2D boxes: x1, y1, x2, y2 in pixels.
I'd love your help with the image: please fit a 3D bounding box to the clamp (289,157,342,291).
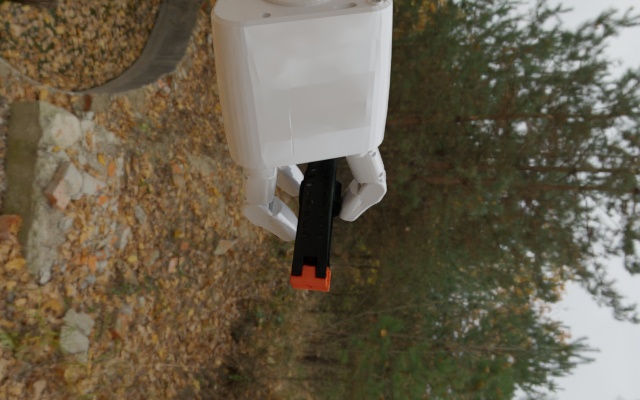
[{"bbox_3d":[0.001,0.002,0.427,0.036,0.209,0.165,4,-44,3],"label":"clamp"}]
